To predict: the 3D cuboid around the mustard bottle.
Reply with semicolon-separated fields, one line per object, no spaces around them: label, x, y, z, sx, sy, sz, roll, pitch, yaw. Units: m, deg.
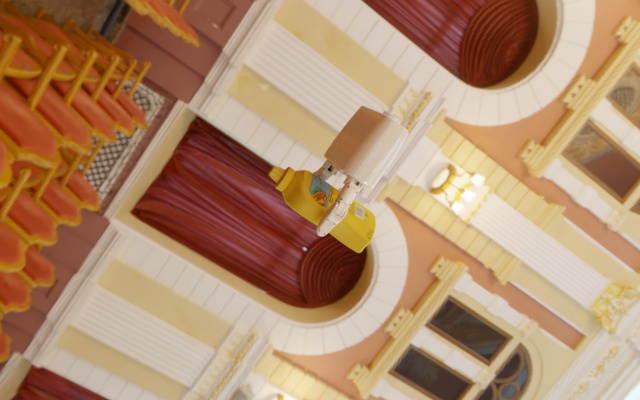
mustard bottle;0.000;0.003;0.775;0.192;0.058;0.096;34;29;-14
